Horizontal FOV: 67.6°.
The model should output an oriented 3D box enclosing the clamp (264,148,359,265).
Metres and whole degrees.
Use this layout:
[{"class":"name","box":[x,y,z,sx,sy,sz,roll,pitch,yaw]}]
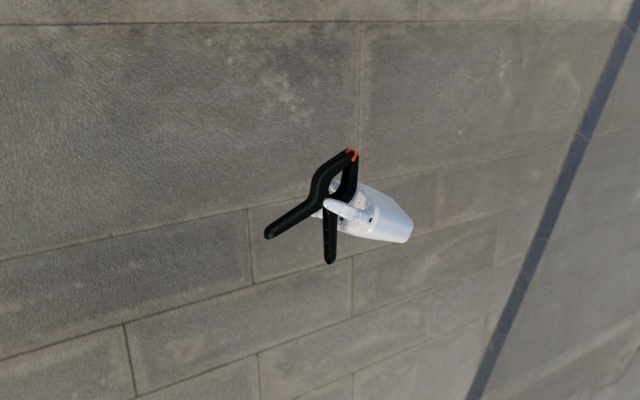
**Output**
[{"class":"clamp","box":[0.001,0.003,0.823,0.164,0.210,0.036,19,7,-40]}]
